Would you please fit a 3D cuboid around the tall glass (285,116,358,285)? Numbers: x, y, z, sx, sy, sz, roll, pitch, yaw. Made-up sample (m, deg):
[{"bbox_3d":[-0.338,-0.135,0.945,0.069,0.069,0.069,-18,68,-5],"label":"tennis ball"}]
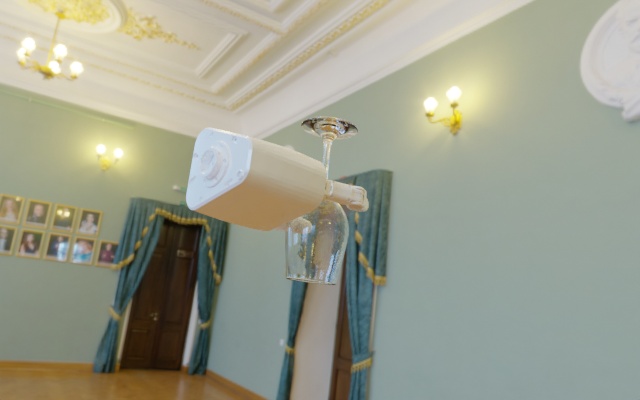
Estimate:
[{"bbox_3d":[0.000,0.001,0.600,0.079,0.201,0.079,6,-12,1],"label":"tall glass"}]
